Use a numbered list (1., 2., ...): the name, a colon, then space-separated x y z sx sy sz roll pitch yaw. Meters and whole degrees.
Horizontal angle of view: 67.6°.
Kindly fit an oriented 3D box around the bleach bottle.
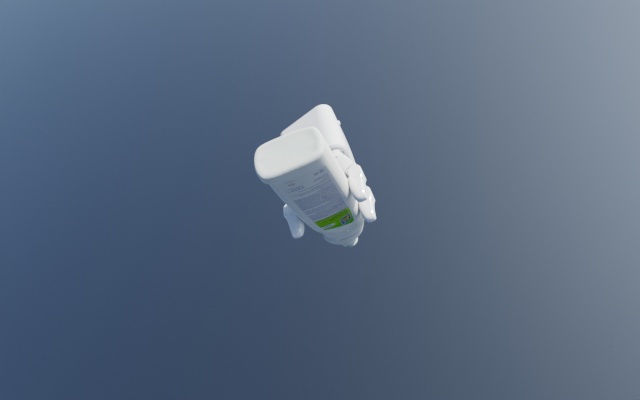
1. bleach bottle: 0.000 0.002 0.718 0.102 0.068 0.251 -21 -39 9
